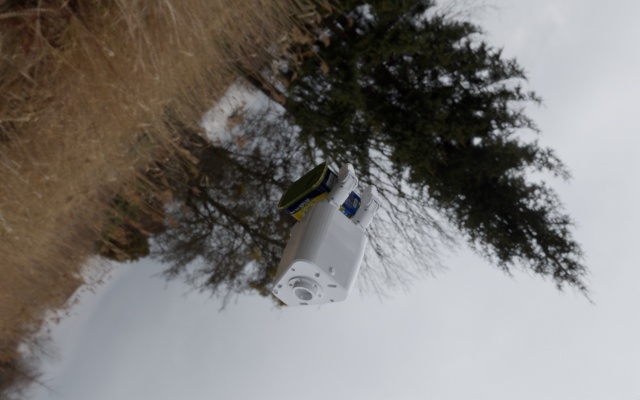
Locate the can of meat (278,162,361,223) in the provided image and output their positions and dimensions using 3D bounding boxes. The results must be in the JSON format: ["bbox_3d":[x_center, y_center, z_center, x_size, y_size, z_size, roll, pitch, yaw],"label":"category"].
[{"bbox_3d":[0.000,0.003,0.734,0.084,0.057,0.102,42,-51,-20],"label":"can of meat"}]
